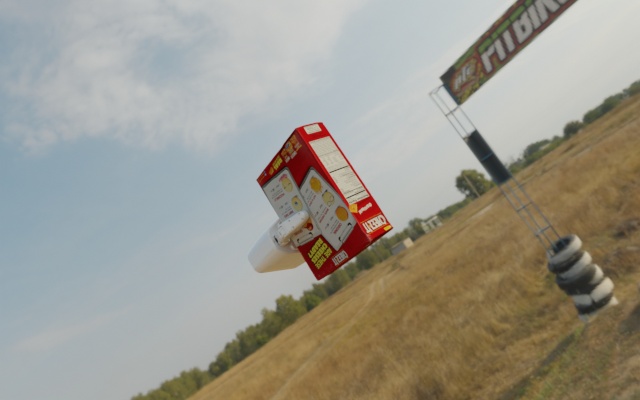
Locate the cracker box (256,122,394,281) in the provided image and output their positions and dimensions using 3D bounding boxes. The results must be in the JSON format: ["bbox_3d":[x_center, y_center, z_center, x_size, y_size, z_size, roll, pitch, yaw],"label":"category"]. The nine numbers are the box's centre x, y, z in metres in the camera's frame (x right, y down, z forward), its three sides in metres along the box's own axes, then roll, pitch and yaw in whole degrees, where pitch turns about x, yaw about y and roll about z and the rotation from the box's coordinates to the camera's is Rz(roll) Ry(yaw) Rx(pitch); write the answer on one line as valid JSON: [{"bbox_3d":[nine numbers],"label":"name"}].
[{"bbox_3d":[0.000,0.003,0.797,0.072,0.213,0.164,-24,-14,-41],"label":"cracker box"}]
